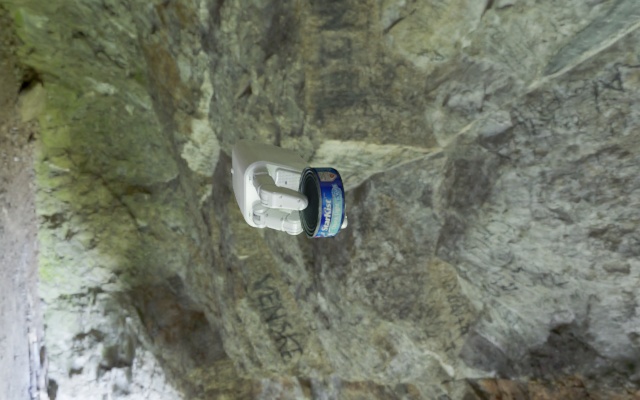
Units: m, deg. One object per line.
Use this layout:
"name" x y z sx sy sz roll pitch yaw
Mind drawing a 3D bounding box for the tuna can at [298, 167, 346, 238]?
"tuna can" 0.001 0.002 0.578 0.034 0.086 0.086 -2 1 -19
